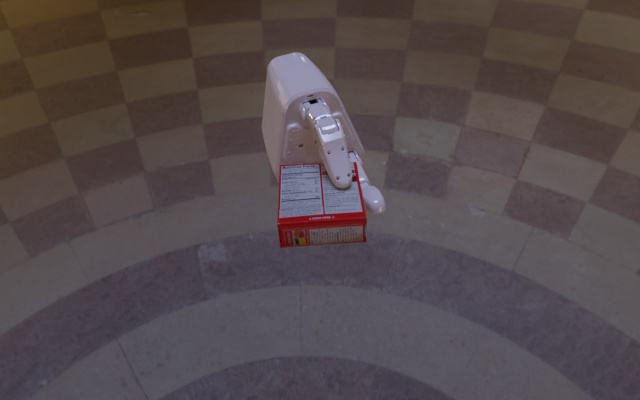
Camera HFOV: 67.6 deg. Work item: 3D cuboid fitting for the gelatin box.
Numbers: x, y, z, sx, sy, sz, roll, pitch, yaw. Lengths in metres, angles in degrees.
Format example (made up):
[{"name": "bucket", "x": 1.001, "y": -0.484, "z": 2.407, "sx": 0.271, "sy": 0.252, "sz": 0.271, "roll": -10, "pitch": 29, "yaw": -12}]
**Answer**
[{"name": "gelatin box", "x": 0.000, "y": 0.001, "z": 0.422, "sx": 0.073, "sy": 0.030, "sz": 0.089, "roll": -4, "pitch": 37, "yaw": -1}]
